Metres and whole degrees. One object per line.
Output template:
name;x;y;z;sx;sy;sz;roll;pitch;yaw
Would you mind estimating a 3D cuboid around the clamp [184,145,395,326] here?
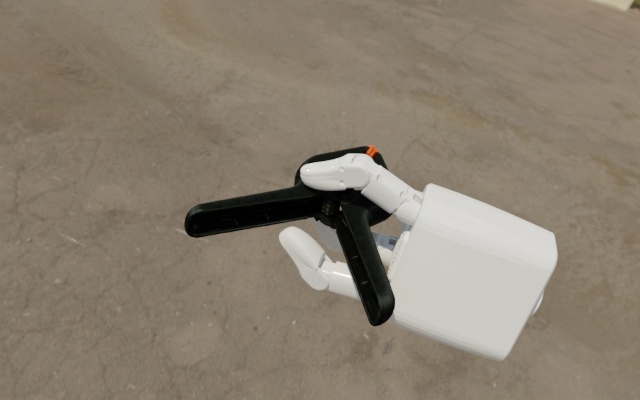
clamp;0.001;0.000;0.406;0.164;0.036;0.210;20;35;8
